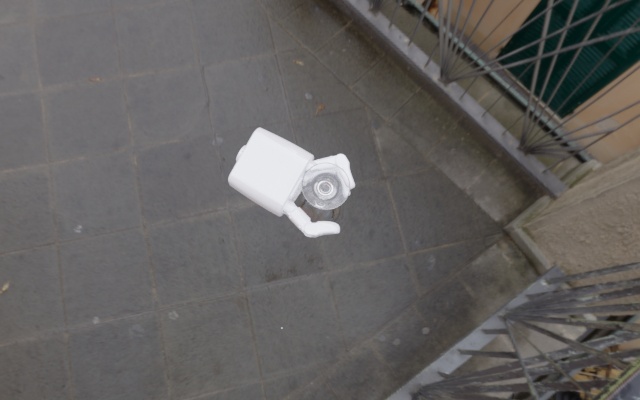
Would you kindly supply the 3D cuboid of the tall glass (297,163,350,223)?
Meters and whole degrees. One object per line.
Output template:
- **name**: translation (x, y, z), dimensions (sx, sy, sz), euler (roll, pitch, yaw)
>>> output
- **tall glass**: translation (0.000, 0.003, 0.818), dimensions (0.079, 0.079, 0.201), euler (0, -15, -5)
